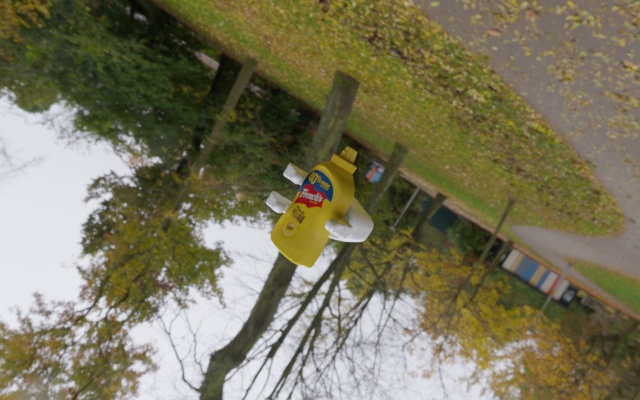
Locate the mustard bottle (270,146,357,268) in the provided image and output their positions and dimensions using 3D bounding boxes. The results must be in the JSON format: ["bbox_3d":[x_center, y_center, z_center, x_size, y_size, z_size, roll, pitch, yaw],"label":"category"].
[{"bbox_3d":[0.000,0.003,0.739,0.058,0.191,0.096,27,8,-40],"label":"mustard bottle"}]
